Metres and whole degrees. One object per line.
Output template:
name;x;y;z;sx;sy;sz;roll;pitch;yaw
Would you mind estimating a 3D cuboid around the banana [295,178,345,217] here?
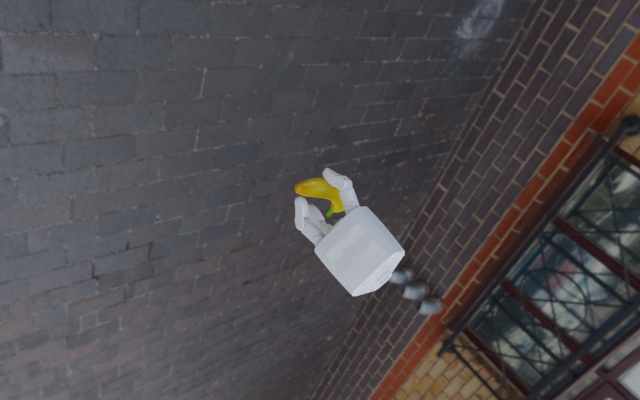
banana;0.016;-0.008;0.892;0.069;0.037;0.198;-40;-25;4
